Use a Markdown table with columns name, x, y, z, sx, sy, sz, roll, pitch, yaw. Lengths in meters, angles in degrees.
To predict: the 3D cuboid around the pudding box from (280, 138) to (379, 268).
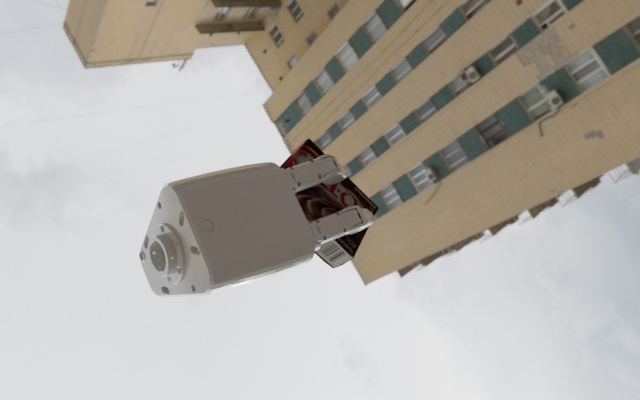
| name | x | y | z | sx | sy | sz | roll | pitch | yaw |
| --- | --- | --- | --- | --- | --- | --- | --- | --- | --- |
| pudding box | 0.000 | 0.002 | 0.498 | 0.039 | 0.113 | 0.090 | -35 | 13 | 40 |
